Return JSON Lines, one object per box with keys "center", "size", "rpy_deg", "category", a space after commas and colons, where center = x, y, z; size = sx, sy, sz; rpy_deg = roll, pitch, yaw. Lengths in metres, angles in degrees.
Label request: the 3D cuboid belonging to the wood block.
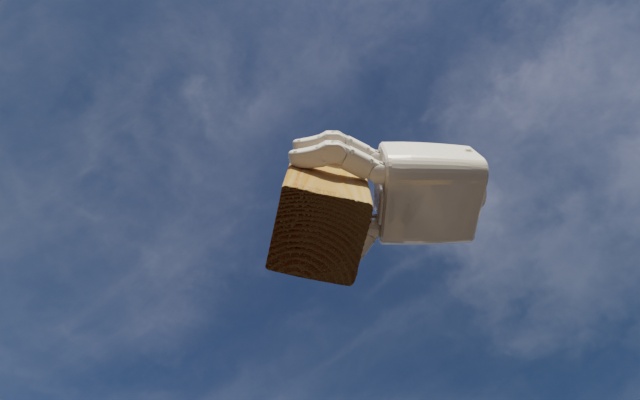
{"center": [0.000, 0.002, 0.546], "size": [0.090, 0.091, 0.206], "rpy_deg": [12, 19, -2], "category": "wood block"}
